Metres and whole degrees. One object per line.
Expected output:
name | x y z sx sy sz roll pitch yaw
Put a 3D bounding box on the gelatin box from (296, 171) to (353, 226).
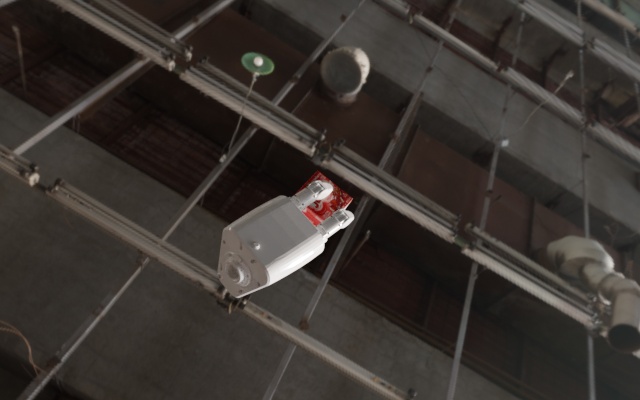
gelatin box | 0.000 0.003 0.742 0.073 0.030 0.089 38 39 3
